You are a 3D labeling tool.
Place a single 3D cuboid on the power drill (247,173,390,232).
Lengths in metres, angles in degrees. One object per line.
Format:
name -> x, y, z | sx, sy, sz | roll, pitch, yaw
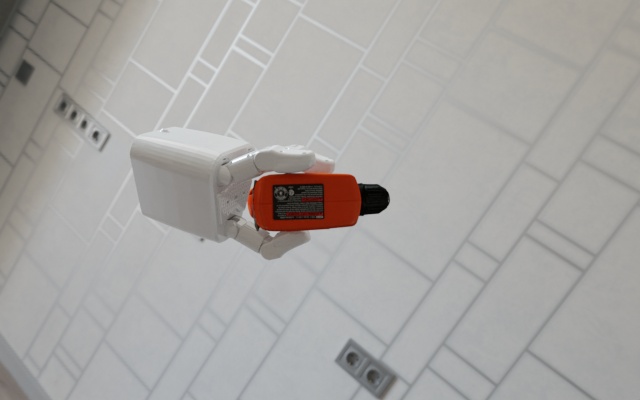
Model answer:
power drill -> 0.000, 0.002, 0.552 | 0.184, 0.057, 0.187 | -4, -1, -1
